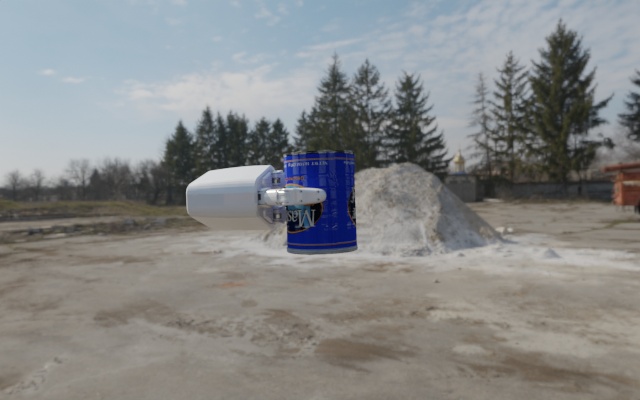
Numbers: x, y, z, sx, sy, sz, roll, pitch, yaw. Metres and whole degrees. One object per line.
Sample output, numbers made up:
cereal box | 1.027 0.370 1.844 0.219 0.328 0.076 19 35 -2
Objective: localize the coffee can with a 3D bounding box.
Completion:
coffee can | 0.000 0.002 0.688 0.103 0.140 0.103 -2 1 0
